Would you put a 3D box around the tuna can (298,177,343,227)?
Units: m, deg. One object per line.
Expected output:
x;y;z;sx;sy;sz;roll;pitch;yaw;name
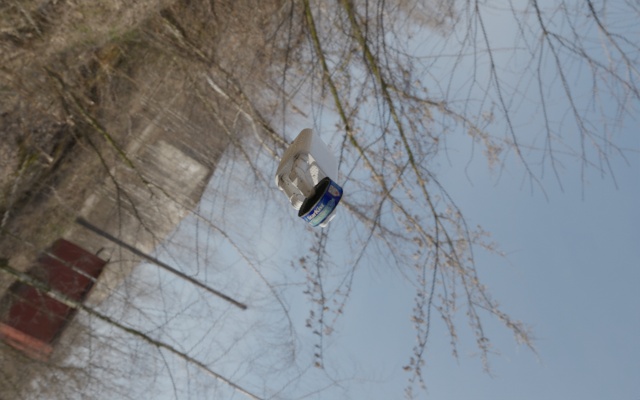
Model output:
0.001;0.003;0.821;0.034;0.086;0.086;37;-11;-14;tuna can
